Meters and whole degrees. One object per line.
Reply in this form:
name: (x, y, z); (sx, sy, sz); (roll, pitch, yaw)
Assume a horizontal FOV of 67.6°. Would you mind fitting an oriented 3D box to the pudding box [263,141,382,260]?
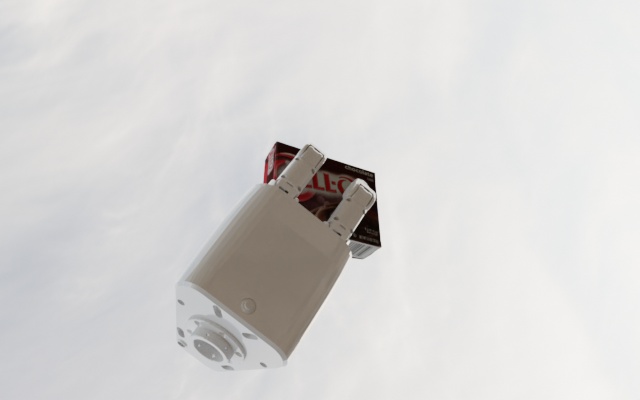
pudding box: (0.000, 0.002, 0.457); (0.113, 0.090, 0.039); (17, -38, -23)
